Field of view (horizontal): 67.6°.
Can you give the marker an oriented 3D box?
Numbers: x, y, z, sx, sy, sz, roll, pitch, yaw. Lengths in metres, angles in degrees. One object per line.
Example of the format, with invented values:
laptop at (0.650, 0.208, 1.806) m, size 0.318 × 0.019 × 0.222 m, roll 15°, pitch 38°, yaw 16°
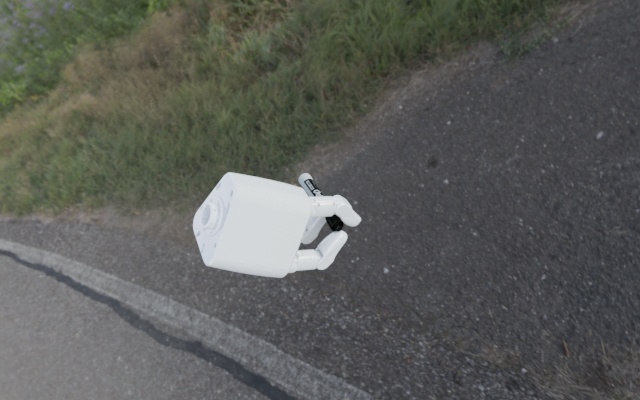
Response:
marker at (0.000, 0.002, 0.661) m, size 0.020 × 0.020 × 0.121 m, roll 0°, pitch 36°, yaw -30°
